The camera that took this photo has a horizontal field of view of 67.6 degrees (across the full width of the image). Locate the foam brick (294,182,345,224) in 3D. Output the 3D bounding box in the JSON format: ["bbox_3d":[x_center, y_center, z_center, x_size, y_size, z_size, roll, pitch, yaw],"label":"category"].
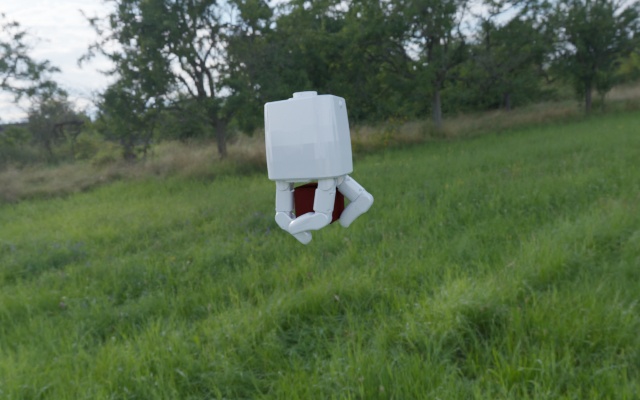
[{"bbox_3d":[0.000,0.002,0.685,0.053,0.051,0.078,-1,7,17],"label":"foam brick"}]
